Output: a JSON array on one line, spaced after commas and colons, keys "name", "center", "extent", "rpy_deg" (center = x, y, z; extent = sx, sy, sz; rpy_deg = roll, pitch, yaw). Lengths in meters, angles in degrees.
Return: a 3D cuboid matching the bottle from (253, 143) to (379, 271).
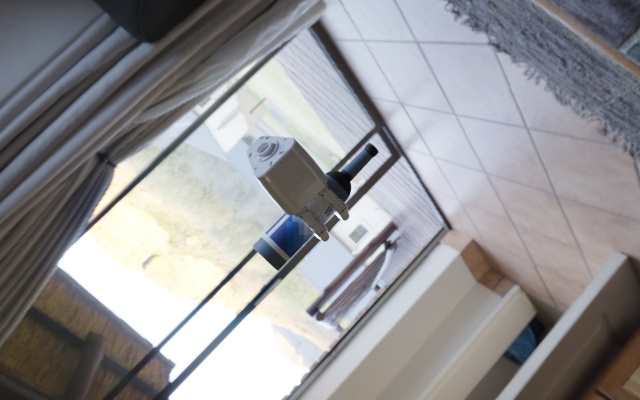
[{"name": "bottle", "center": [0.000, 0.003, 0.897], "extent": [0.069, 0.295, 0.069], "rpy_deg": [43, -8, 7]}]
